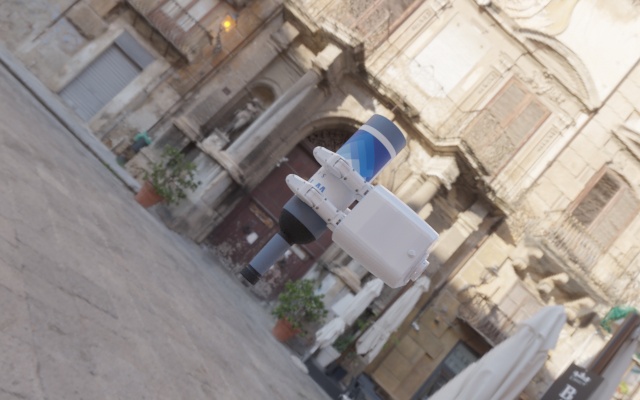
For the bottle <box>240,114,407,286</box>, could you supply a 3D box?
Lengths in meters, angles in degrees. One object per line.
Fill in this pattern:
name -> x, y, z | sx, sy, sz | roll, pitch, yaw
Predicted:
bottle -> 0.000, 0.002, 0.673 | 0.069, 0.295, 0.069 | 42, -10, 9
